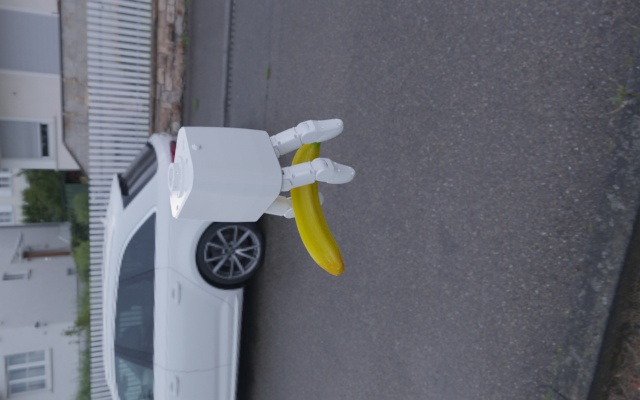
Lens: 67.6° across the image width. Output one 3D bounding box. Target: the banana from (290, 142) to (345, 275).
[{"bbox_3d":[-0.009,0.006,0.614,0.037,0.197,0.070,3,-23,-30],"label":"banana"}]
